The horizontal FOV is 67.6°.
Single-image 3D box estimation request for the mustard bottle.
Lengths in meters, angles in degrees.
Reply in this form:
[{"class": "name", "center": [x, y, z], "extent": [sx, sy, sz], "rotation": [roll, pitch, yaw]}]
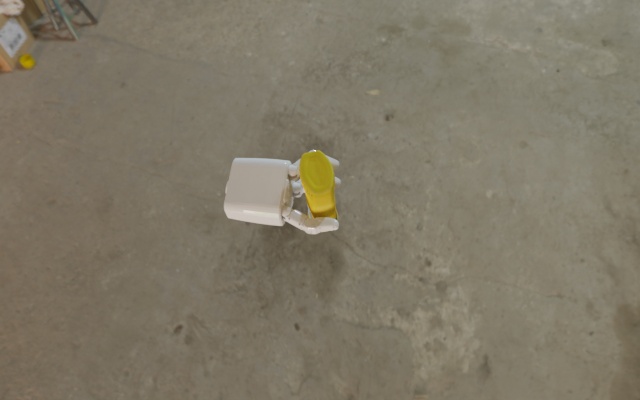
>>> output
[{"class": "mustard bottle", "center": [0.000, 0.003, 0.875], "extent": [0.058, 0.096, 0.192], "rotation": [-14, -33, -4]}]
